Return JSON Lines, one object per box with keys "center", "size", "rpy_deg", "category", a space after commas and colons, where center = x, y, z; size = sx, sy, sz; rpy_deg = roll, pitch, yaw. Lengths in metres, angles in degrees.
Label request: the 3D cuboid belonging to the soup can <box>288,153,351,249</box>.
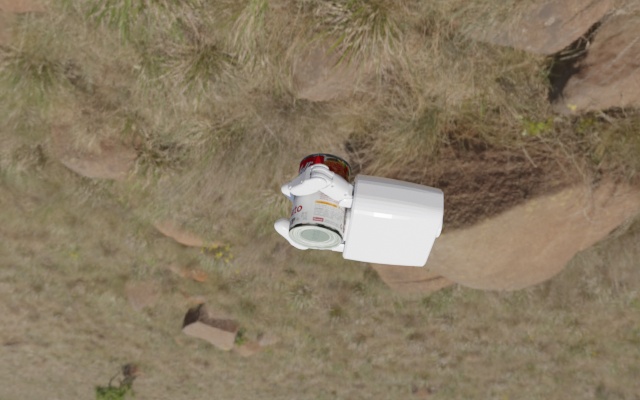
{"center": [0.000, 0.002, 0.596], "size": [0.068, 0.102, 0.068], "rpy_deg": [6, -29, 4], "category": "soup can"}
